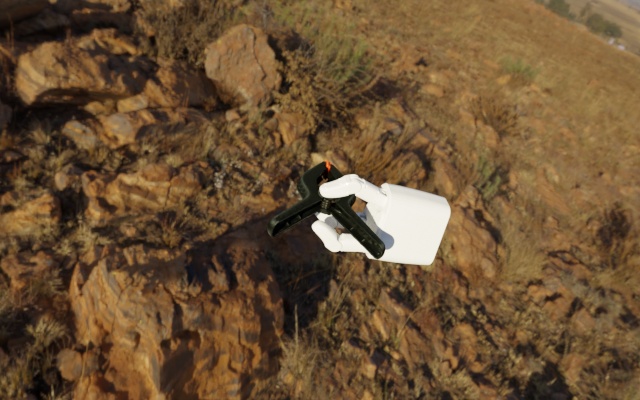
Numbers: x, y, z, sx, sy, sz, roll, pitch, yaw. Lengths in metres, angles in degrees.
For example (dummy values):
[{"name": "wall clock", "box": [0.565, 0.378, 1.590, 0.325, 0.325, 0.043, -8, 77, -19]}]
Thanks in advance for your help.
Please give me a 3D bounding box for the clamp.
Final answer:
[{"name": "clamp", "box": [0.001, 0.001, 0.714, 0.164, 0.036, 0.209, 10, 34, -15]}]
